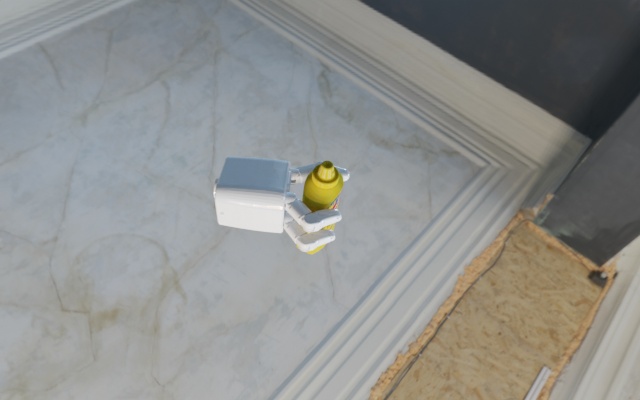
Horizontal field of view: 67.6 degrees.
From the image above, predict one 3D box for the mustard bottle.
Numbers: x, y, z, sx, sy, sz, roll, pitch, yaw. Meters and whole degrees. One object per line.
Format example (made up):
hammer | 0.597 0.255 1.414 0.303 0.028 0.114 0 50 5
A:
mustard bottle | 0.000 0.003 0.776 0.058 0.096 0.192 26 -34 12
